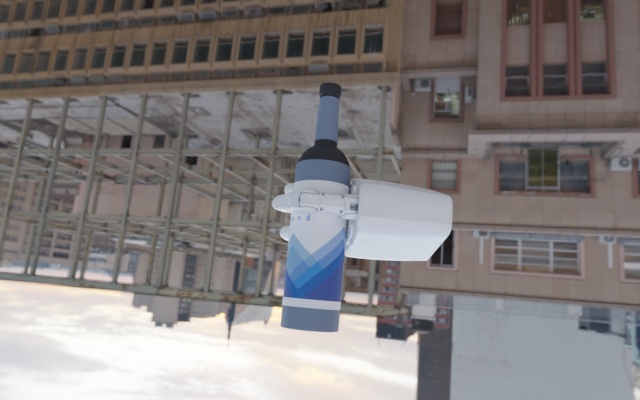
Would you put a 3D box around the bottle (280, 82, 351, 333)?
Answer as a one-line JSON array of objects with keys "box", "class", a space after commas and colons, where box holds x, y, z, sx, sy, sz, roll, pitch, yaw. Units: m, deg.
[{"box": [0.000, 0.002, 0.568, 0.069, 0.295, 0.069, 5, -11, 1], "class": "bottle"}]
